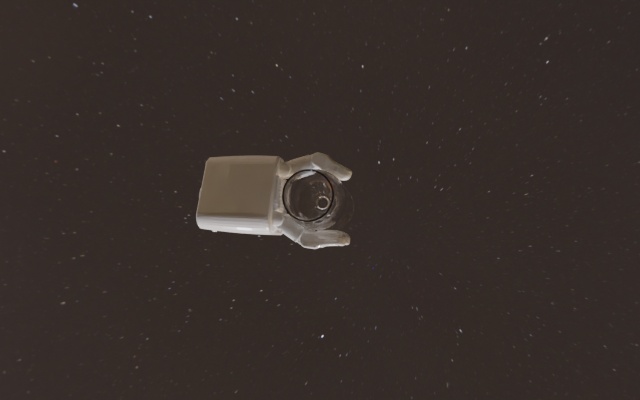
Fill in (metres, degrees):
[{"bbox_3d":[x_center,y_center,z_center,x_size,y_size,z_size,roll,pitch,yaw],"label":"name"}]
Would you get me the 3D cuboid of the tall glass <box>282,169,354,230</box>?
[{"bbox_3d":[0.000,0.002,0.652,0.079,0.079,0.201,0,-5,9],"label":"tall glass"}]
